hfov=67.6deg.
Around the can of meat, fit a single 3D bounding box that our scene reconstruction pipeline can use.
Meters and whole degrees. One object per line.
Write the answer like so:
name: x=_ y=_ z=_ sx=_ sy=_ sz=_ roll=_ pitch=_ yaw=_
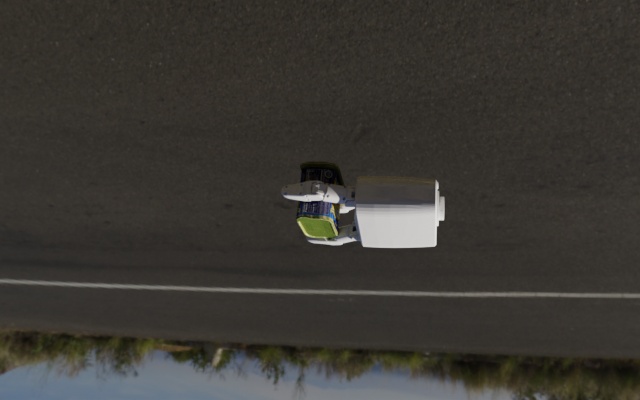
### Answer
can of meat: x=0.000 y=0.003 z=0.696 sx=0.057 sy=0.084 sz=0.102 roll=2 pitch=-20 yaw=10
